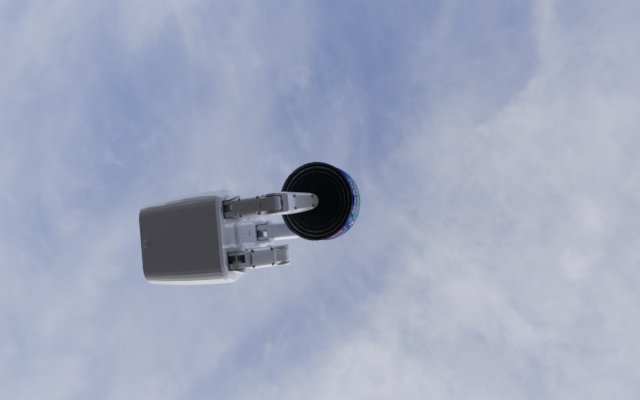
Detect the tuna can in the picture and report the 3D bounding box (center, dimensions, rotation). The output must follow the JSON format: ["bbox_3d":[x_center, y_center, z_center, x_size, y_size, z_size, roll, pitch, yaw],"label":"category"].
[{"bbox_3d":[0.000,0.002,0.530,0.086,0.086,0.034,0,-4,22],"label":"tuna can"}]
